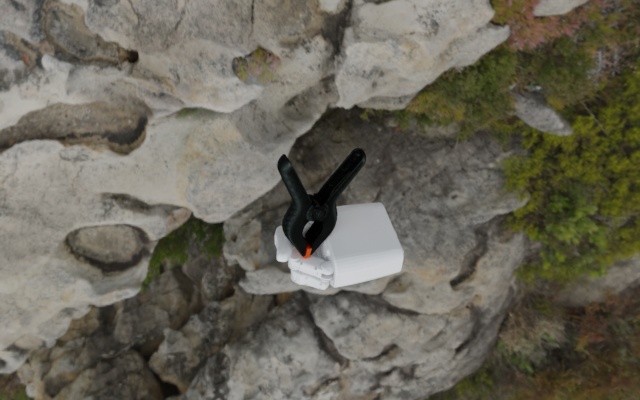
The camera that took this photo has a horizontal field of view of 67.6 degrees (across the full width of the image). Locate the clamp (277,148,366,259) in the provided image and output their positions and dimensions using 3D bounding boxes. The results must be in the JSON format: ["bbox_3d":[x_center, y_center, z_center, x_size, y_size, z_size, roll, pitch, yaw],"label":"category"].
[{"bbox_3d":[0.000,0.003,0.632,0.120,0.172,0.039,-11,43,-17],"label":"clamp"}]
